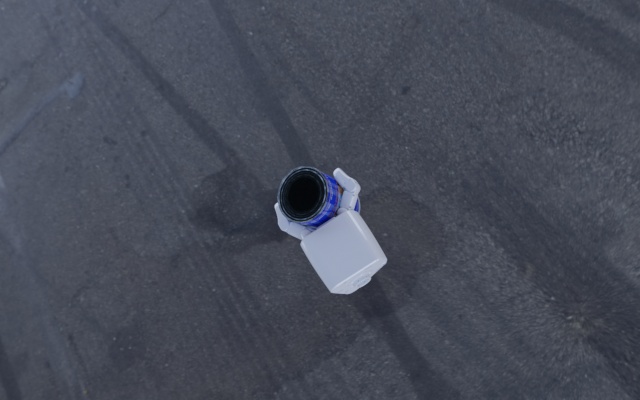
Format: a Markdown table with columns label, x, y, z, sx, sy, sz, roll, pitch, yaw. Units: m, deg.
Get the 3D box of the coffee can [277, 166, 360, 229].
| label | x | y | z | sx | sy | sz | roll | pitch | yaw |
| --- | --- | --- | --- | --- | --- | --- | --- | --- | --- |
| coffee can | 0.000 | 0.003 | 0.891 | 0.103 | 0.103 | 0.140 | 0 | -12 | 28 |
